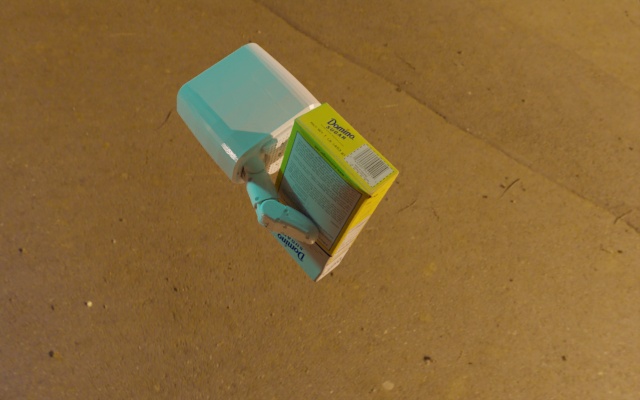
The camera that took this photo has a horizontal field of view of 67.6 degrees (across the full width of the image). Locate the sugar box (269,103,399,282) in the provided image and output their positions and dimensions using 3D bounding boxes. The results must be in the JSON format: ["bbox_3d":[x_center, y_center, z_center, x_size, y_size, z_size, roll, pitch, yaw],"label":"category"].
[{"bbox_3d":[0.000,0.001,0.463,0.048,0.093,0.176,-35,-16,-30],"label":"sugar box"}]
